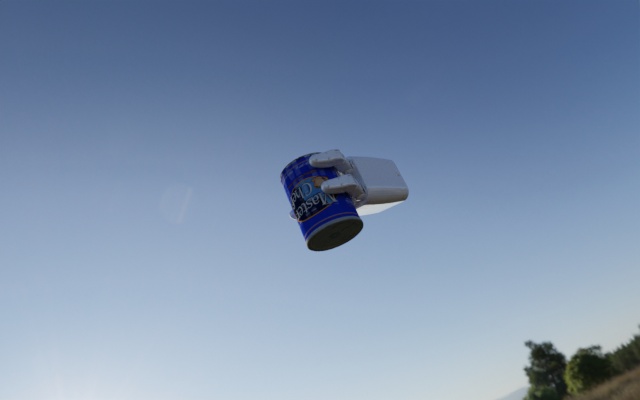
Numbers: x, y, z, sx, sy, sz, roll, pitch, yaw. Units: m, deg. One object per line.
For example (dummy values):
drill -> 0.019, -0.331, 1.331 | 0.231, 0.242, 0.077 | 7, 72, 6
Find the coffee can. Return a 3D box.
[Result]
coffee can -> 0.000, 0.003, 0.828 | 0.103, 0.140, 0.103 | -19, -27, -10
